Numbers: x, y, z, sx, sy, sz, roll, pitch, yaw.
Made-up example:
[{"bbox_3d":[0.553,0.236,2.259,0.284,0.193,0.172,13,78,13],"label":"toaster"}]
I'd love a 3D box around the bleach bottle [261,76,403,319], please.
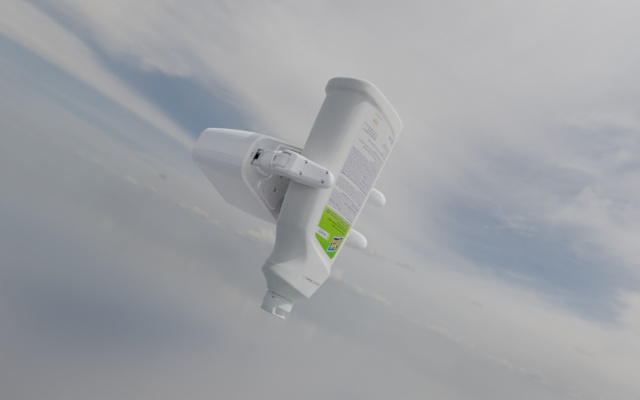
[{"bbox_3d":[0.000,0.002,0.507,0.068,0.250,0.103,17,-14,42],"label":"bleach bottle"}]
